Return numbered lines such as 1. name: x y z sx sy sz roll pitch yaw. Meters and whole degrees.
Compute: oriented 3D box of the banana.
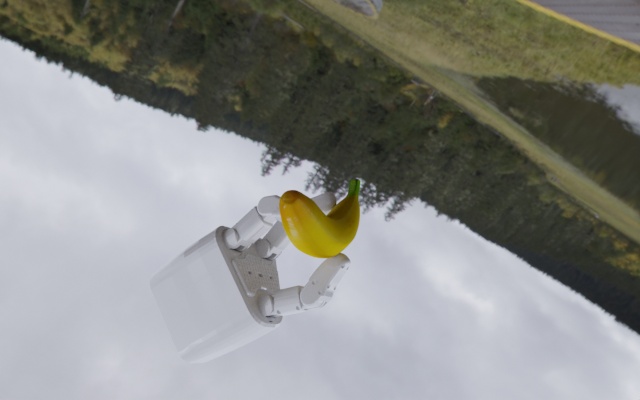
1. banana: 0.004 0.020 0.437 0.037 0.069 0.198 -8 3 17
